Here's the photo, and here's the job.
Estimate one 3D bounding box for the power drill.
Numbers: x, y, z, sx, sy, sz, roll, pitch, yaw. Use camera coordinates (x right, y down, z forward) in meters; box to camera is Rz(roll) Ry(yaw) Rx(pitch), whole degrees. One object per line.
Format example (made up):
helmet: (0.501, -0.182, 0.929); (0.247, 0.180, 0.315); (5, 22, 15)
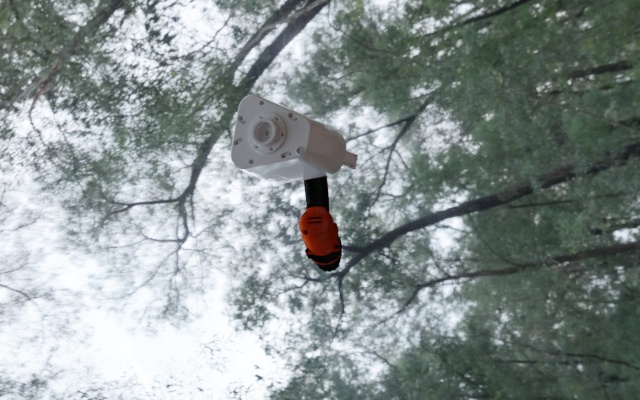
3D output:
power drill: (0.000, 0.002, 0.718); (0.057, 0.187, 0.184); (-7, -25, 2)
